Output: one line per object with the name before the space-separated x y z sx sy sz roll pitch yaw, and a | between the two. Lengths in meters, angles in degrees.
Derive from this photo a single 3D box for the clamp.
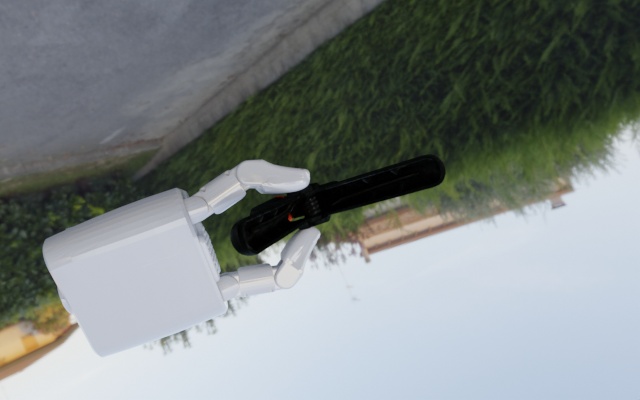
clamp | 0.000 0.002 0.417 0.164 0.036 0.210 -18 3 -11
